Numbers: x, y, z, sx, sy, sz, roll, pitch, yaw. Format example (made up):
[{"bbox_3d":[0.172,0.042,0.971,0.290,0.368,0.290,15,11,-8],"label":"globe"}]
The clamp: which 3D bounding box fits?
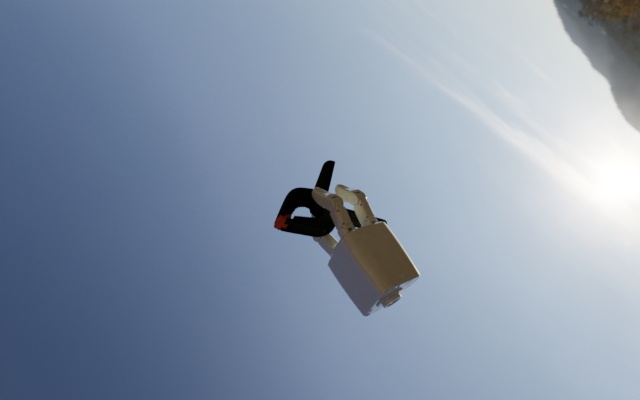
[{"bbox_3d":[-0.001,0.003,0.800,0.210,0.164,0.036,-11,-33,-43],"label":"clamp"}]
